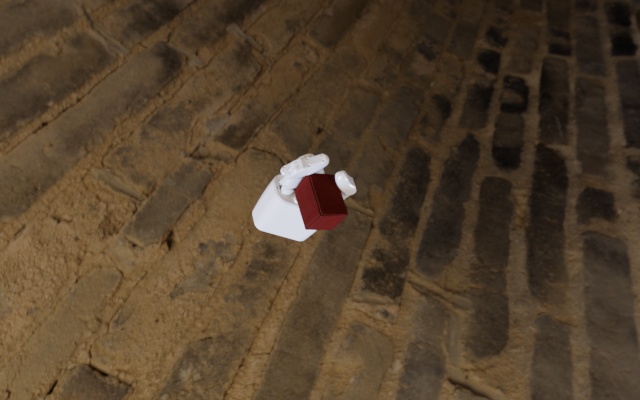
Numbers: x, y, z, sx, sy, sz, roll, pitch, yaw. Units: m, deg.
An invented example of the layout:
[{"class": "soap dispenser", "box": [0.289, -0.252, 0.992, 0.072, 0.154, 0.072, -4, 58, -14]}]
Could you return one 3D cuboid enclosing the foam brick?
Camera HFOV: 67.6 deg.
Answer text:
[{"class": "foam brick", "box": [0.000, 0.003, 0.752, 0.053, 0.078, 0.051, 3, -33, -34]}]
